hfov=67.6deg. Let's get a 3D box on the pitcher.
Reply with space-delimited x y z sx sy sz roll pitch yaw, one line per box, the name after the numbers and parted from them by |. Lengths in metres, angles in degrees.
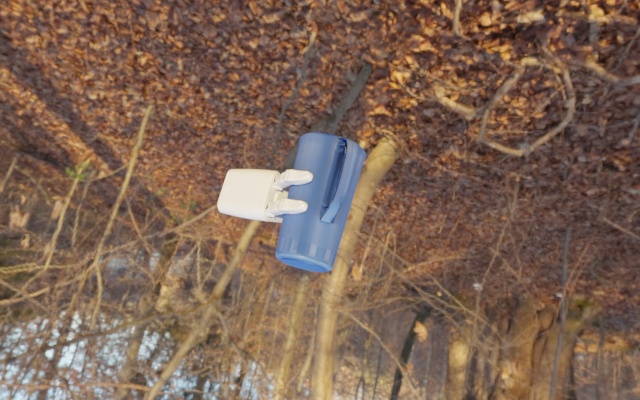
0.000 0.003 0.885 0.145 0.242 0.149 7 -18 23 | pitcher
